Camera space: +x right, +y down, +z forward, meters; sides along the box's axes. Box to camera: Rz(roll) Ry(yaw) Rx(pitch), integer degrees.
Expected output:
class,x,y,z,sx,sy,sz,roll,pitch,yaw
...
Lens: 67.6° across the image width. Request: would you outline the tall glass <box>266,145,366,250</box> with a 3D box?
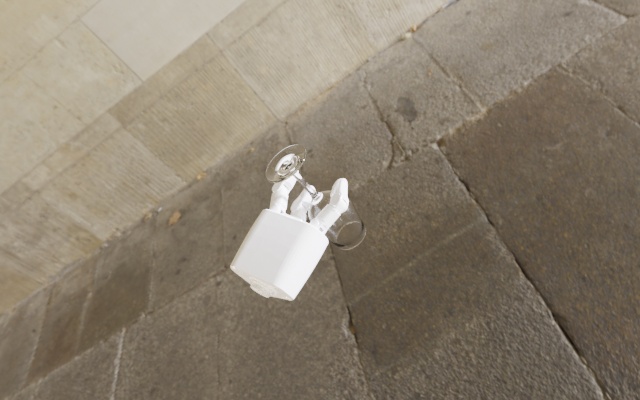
class,x,y,z,sx,sy,sz,roll,pitch,yaw
tall glass,0.000,0.002,0.780,0.079,0.079,0.201,0,-36,42
